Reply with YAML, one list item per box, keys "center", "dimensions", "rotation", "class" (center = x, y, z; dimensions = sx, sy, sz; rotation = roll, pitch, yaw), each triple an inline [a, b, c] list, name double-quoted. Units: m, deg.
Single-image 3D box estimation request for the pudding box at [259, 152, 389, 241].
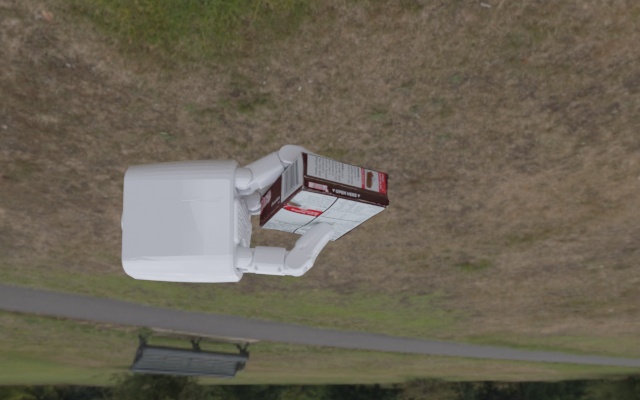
- center: [0.000, 0.002, 0.465]
  dimensions: [0.090, 0.039, 0.113]
  rotation: [11, -24, -23]
  class: "pudding box"
